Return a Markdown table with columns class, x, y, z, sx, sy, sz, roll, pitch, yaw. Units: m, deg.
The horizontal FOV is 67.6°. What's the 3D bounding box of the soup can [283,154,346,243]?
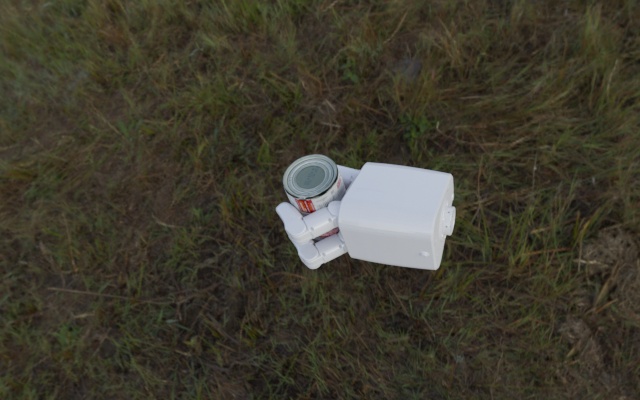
| class | x | y | z | sx | sy | sz | roll | pitch | yaw |
| --- | --- | --- | --- | --- | --- | --- | --- | --- | --- |
| soup can | 0.000 | 0.002 | 0.584 | 0.068 | 0.068 | 0.102 | 0 | -37 | 18 |
